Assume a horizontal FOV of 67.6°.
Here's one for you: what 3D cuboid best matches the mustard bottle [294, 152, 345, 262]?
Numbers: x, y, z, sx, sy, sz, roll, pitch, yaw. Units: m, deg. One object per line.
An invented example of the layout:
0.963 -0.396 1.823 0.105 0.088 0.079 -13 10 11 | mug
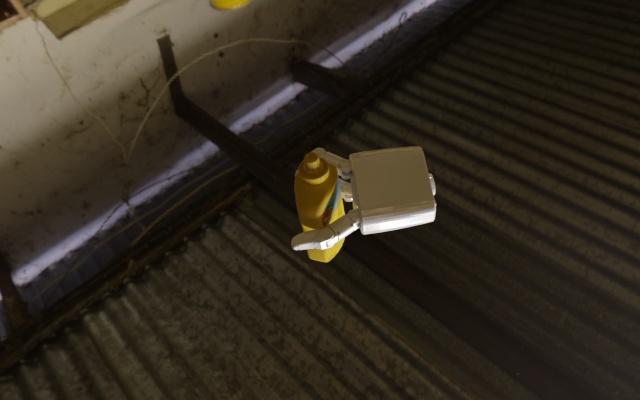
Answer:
0.000 0.002 0.688 0.058 0.096 0.192 12 -35 17 | mustard bottle
